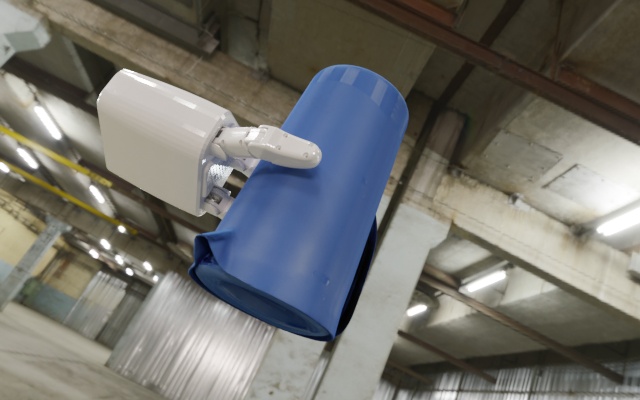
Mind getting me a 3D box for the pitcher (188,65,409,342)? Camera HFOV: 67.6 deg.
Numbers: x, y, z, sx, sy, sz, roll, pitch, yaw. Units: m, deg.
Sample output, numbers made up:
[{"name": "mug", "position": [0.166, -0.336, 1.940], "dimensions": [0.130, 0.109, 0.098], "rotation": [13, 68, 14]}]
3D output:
[{"name": "pitcher", "position": [0.000, 0.001, 0.450], "dimensions": [0.145, 0.242, 0.149], "rotation": [24, -24, 5]}]
